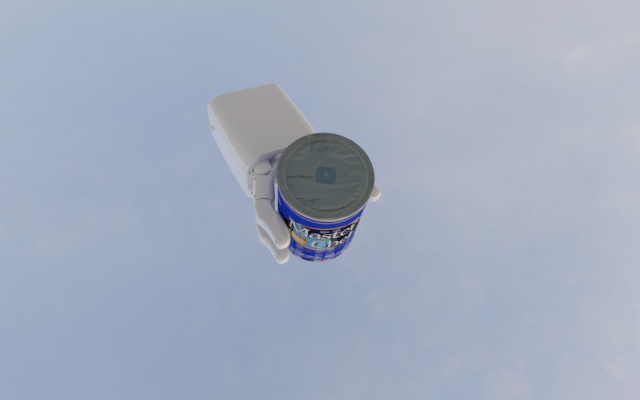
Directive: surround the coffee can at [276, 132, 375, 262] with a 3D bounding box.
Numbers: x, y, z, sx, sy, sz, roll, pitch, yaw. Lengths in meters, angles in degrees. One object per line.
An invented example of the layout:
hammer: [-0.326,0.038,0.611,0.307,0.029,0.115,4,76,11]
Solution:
coffee can: [0.000,0.002,0.556,0.103,0.102,0.140,0,-25,-5]
